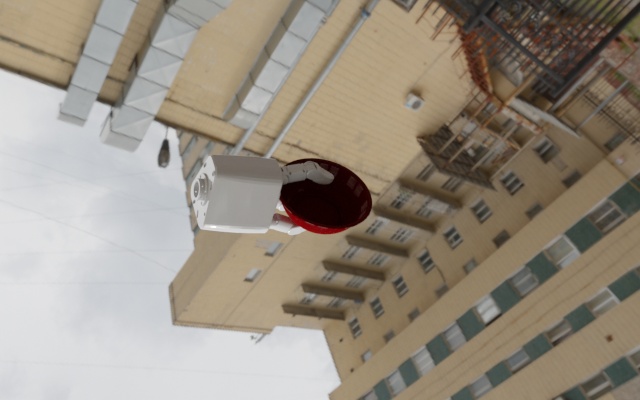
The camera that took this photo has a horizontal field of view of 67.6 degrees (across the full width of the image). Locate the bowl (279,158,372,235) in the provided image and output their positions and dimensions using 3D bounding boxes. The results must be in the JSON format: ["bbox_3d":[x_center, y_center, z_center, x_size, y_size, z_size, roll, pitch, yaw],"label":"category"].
[{"bbox_3d":[0.001,0.003,0.782,0.162,0.162,0.055,0,-45,-20],"label":"bowl"}]
